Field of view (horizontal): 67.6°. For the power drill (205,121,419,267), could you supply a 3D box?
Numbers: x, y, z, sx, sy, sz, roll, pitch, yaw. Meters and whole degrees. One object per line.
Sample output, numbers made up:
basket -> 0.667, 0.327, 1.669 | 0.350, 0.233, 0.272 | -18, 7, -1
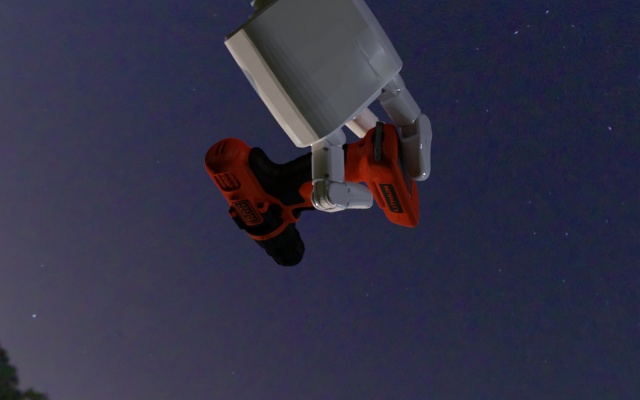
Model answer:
power drill -> 0.000, 0.001, 0.484 | 0.187, 0.057, 0.185 | -10, -43, 18
